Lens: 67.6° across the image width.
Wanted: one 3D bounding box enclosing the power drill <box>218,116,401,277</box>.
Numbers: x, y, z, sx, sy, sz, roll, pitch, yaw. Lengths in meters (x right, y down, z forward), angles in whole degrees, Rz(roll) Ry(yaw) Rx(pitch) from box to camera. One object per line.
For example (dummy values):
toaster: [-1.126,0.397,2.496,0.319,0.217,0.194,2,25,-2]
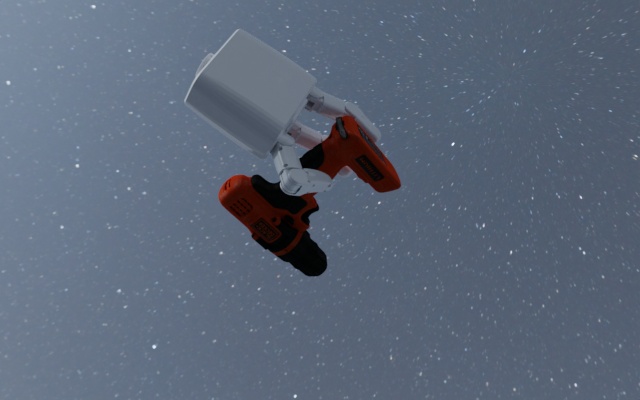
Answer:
power drill: [0.000,0.001,0.581,0.188,0.184,0.057,-35,34,15]
